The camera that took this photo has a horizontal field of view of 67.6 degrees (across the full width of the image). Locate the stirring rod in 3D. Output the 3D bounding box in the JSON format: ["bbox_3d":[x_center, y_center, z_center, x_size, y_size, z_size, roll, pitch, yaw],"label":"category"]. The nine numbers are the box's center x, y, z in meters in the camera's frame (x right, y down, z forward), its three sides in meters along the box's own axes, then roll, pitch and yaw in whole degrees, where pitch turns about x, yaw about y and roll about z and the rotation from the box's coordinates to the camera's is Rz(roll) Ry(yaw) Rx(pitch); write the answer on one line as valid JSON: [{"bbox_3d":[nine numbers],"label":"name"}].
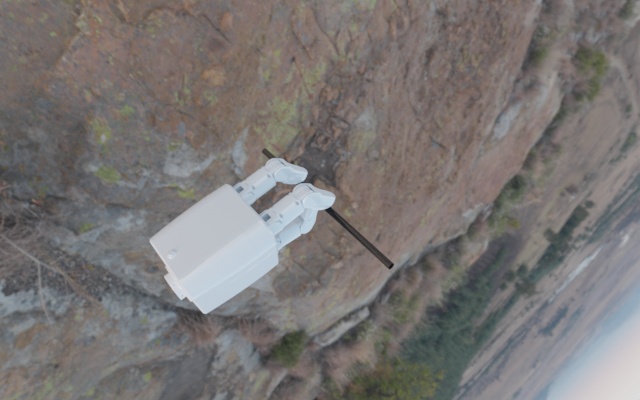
[{"bbox_3d":[0.000,0.002,0.569,0.011,0.011,0.239,0,34,-49],"label":"stirring rod"}]
